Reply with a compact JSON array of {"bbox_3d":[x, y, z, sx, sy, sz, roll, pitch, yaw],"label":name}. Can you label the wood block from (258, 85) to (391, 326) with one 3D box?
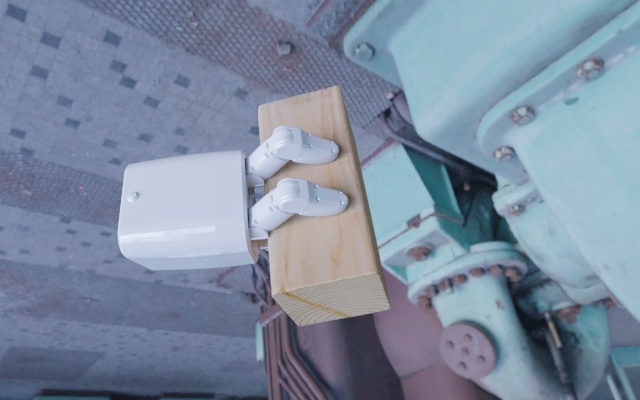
[{"bbox_3d":[0.000,0.002,0.462,0.090,0.206,0.091,-13,-33,7],"label":"wood block"}]
